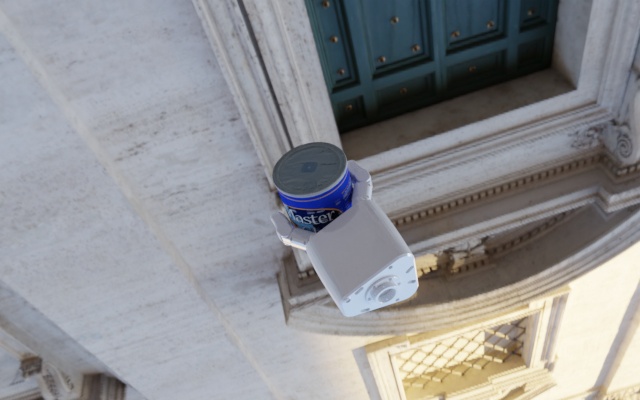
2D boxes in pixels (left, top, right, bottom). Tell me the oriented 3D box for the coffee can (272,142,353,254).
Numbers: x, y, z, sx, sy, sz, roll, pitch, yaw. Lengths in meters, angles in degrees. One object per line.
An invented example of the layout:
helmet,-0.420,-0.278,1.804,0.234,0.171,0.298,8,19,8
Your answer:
coffee can,0.000,0.002,0.684,0.103,0.102,0.140,0,-43,18
